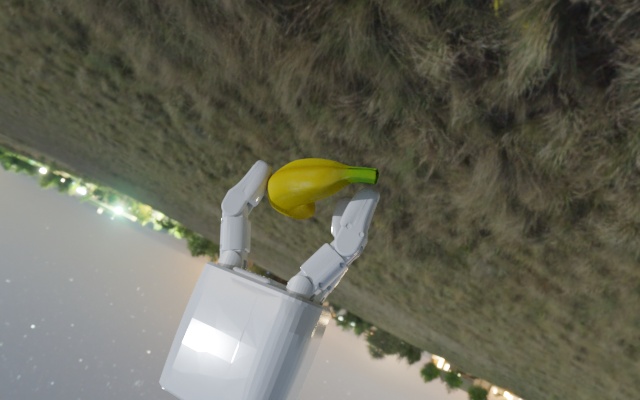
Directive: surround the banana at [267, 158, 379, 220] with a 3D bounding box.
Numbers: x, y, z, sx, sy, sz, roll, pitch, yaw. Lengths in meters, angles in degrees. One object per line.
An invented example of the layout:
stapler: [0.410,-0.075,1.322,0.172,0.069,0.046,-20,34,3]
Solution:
banana: [-0.016,-0.005,0.437,0.069,0.037,0.198,20,-12,-12]
